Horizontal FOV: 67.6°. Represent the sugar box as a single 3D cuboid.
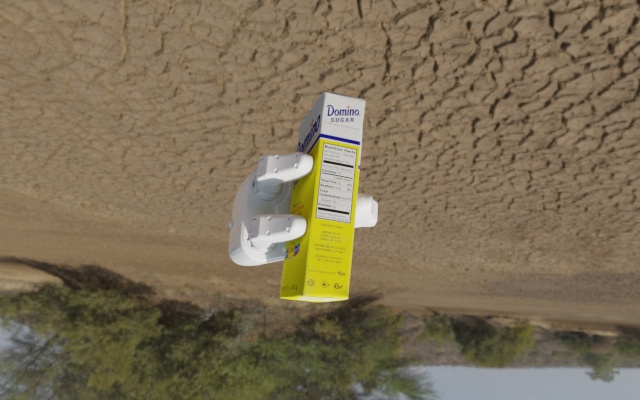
[{"bbox_3d":[-0.001,0.001,0.435,0.048,0.176,0.093,7,-14,-16],"label":"sugar box"}]
